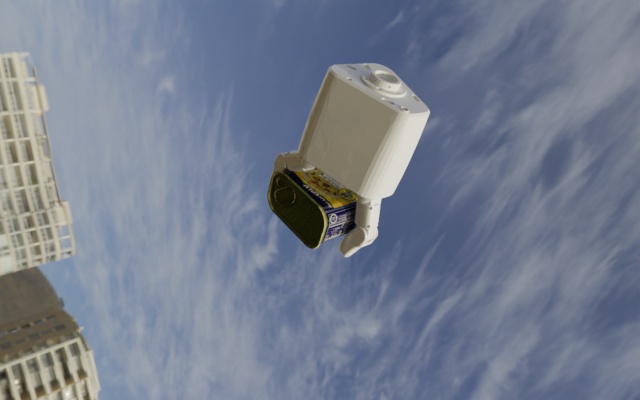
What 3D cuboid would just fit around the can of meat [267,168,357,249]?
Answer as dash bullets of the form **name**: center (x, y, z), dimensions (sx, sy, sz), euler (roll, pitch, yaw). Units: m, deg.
- **can of meat**: center (0.000, 0.002, 0.576), dimensions (0.084, 0.057, 0.102), euler (-16, 46, -40)
